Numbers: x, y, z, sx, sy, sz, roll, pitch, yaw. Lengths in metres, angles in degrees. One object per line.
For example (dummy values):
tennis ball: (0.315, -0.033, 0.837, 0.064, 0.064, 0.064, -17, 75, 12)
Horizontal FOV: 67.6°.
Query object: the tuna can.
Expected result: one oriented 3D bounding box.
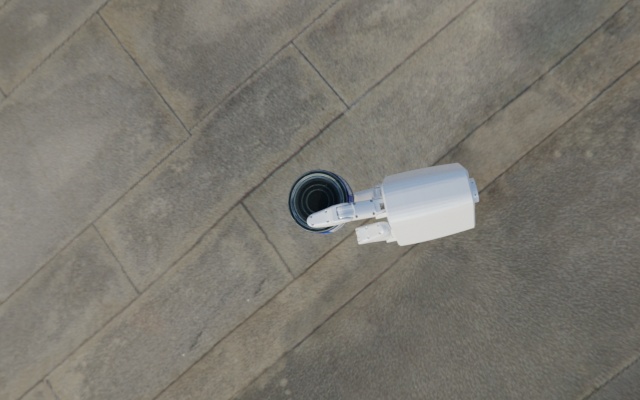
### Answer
tuna can: (0.000, 0.002, 0.639, 0.086, 0.086, 0.034, 0, -4, 17)
